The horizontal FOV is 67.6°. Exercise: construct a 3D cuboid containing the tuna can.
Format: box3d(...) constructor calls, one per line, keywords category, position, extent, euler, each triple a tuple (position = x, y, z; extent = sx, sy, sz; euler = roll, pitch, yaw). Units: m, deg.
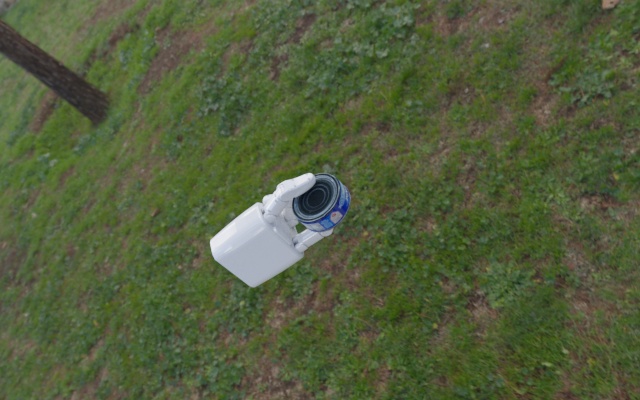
box3d(category="tuna can", position=(0.000, 0.002, 0.712), extent=(0.086, 0.086, 0.034), euler=(0, -29, 36))
